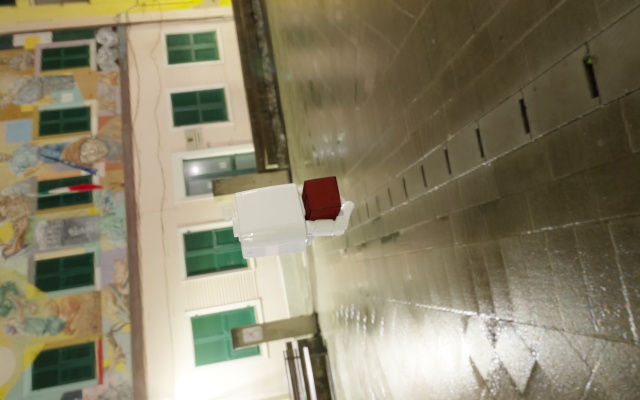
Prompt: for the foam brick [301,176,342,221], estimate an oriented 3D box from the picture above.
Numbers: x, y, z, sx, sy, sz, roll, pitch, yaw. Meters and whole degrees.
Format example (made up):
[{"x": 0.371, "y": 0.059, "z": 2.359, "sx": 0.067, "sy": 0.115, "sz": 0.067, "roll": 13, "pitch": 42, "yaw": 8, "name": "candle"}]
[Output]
[{"x": 0.000, "y": 0.002, "z": 0.769, "sx": 0.051, "sy": 0.053, "sz": 0.078, "roll": -7, "pitch": -22, "yaw": -9, "name": "foam brick"}]
